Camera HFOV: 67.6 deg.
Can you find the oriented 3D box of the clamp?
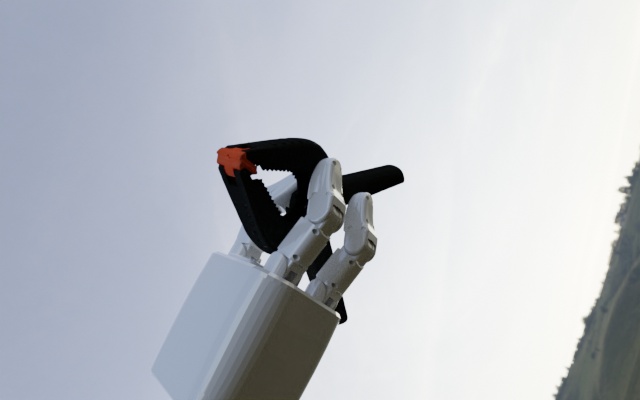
[{"bbox_3d":[-0.001,0.001,0.402,0.036,0.164,0.210,15,-20,40],"label":"clamp"}]
